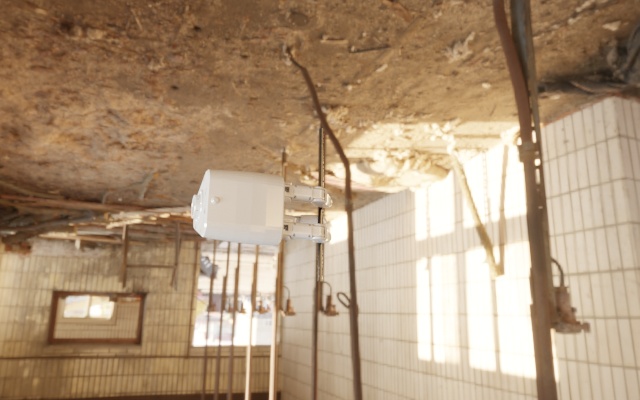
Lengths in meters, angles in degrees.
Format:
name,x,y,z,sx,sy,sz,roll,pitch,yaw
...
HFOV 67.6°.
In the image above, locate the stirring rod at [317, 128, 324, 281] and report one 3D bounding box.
name,x,y,z,sx,sy,sz,roll,pitch,yaw
stirring rod,0.000,0.002,0.735,0.011,0.239,0.011,1,-14,0
